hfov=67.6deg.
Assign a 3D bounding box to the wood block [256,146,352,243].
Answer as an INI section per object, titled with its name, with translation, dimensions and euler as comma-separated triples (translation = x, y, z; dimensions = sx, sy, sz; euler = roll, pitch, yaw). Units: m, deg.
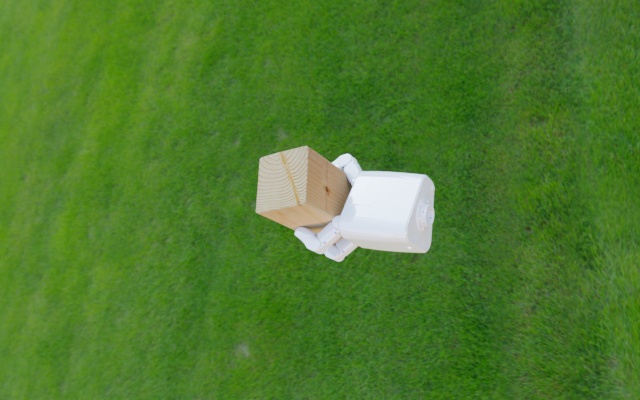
[wood block]
translation = 0.000, 0.002, 0.754
dimensions = 0.090, 0.090, 0.206
euler = -11, -24, 31
